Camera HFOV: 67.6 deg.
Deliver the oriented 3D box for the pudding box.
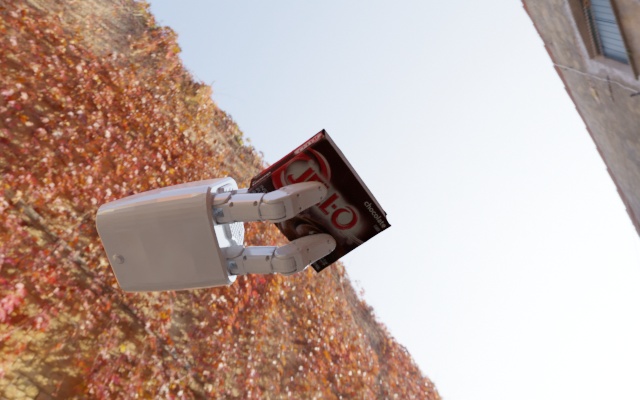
[{"bbox_3d":[0.000,0.001,0.461,0.090,0.113,0.039,-34,21,15],"label":"pudding box"}]
